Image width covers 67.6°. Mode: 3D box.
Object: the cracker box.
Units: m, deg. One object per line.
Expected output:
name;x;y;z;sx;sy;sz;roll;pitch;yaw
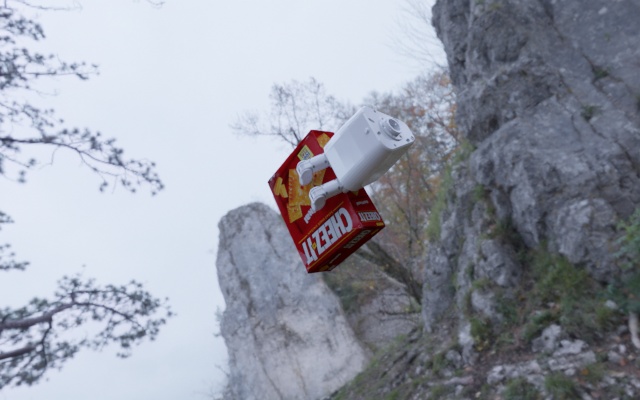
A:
cracker box;0.000;0.003;0.883;0.072;0.213;0.164;0;-34;-44
